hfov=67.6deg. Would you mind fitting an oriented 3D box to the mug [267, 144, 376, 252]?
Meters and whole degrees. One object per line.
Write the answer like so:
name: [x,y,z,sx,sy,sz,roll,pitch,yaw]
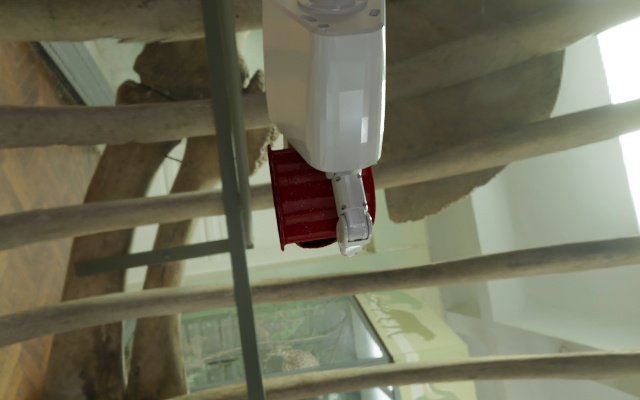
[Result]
mug: [0.000,0.002,0.425,0.081,0.117,0.093,-8,43,-7]
